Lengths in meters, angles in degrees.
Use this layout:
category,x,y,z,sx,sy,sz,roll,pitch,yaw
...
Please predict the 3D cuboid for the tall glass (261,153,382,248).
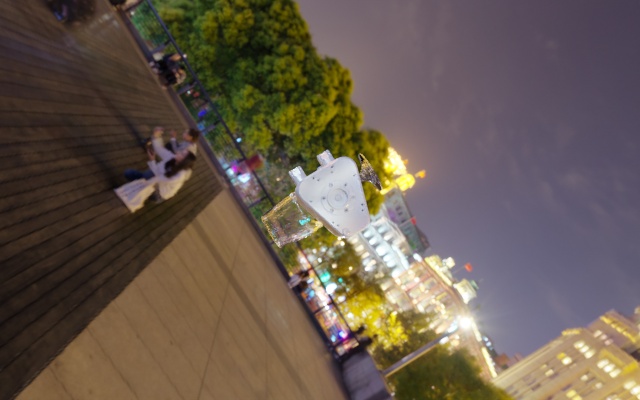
category,x,y,z,sx,sy,sz,roll,pitch,yaw
tall glass,0.001,0.002,0.809,0.201,0.079,0.079,-31,1,-3
